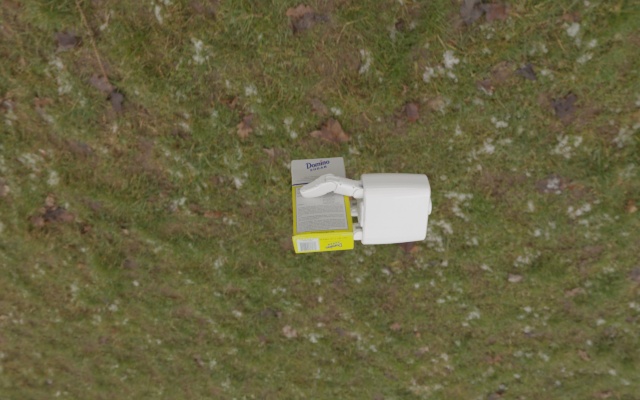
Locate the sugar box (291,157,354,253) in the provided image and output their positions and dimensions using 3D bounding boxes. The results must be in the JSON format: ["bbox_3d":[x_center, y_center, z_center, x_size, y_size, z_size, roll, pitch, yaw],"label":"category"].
[{"bbox_3d":[0.000,0.003,0.783,0.093,0.048,0.176,-3,43,0],"label":"sugar box"}]
